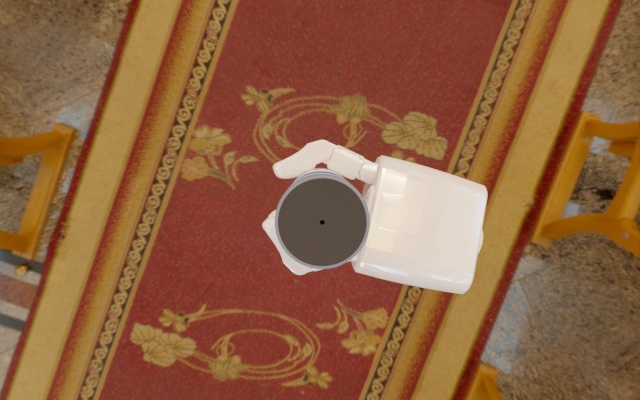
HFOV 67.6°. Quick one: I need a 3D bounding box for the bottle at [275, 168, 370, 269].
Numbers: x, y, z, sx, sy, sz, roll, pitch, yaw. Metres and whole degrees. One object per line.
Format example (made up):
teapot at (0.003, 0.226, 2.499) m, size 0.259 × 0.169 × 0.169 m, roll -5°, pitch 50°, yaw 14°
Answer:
bottle at (0.000, 0.002, 0.477) m, size 0.069 × 0.069 × 0.295 m, roll 0°, pitch 5°, yaw 0°
